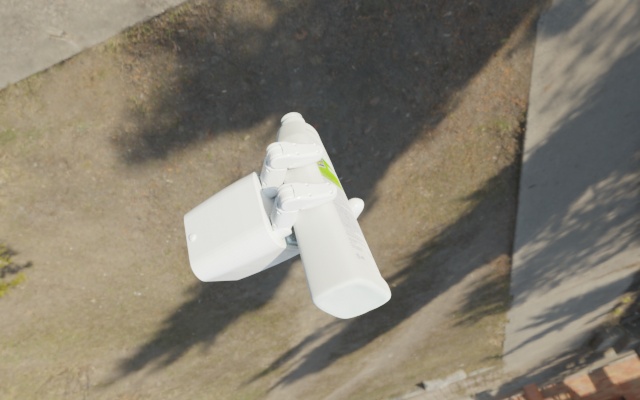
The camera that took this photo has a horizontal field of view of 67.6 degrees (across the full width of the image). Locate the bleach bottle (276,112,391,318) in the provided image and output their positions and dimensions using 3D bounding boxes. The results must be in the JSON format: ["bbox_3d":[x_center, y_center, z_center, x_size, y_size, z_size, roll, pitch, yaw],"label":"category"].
[{"bbox_3d":[0.000,0.002,0.550,0.068,0.250,0.103,-27,-33,14],"label":"bleach bottle"}]
